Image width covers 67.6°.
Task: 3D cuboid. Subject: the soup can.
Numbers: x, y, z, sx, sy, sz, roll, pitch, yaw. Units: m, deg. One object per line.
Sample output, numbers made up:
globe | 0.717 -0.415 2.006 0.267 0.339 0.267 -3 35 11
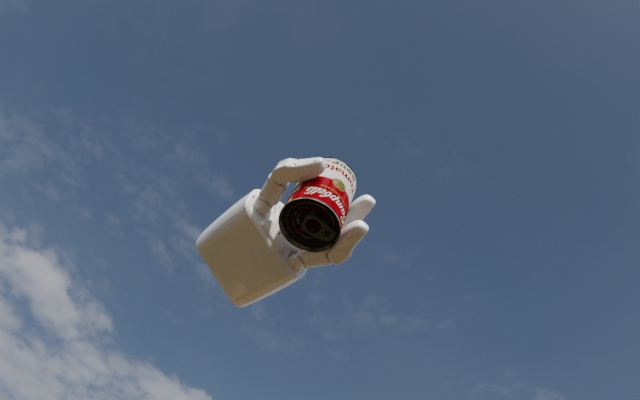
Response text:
soup can | 0.000 0.001 0.541 0.068 0.068 0.102 0 30 16
